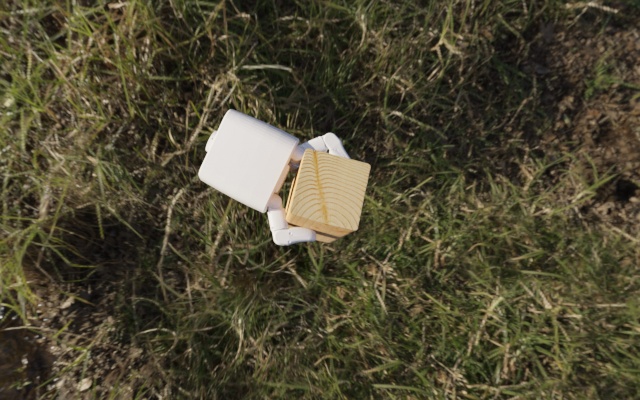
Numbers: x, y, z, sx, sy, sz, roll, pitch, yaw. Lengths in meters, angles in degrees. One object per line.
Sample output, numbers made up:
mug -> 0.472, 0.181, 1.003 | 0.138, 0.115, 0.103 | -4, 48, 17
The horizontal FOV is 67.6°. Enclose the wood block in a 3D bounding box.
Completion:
wood block -> 0.000, 0.002, 0.702 | 0.090, 0.091, 0.206 | 15, -11, -5
